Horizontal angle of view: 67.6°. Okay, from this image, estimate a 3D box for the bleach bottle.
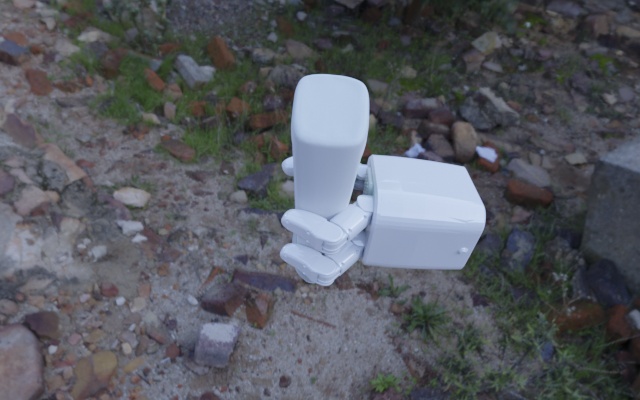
[{"bbox_3d":[0.000,0.002,0.504,0.068,0.102,0.251,5,-41,-1],"label":"bleach bottle"}]
